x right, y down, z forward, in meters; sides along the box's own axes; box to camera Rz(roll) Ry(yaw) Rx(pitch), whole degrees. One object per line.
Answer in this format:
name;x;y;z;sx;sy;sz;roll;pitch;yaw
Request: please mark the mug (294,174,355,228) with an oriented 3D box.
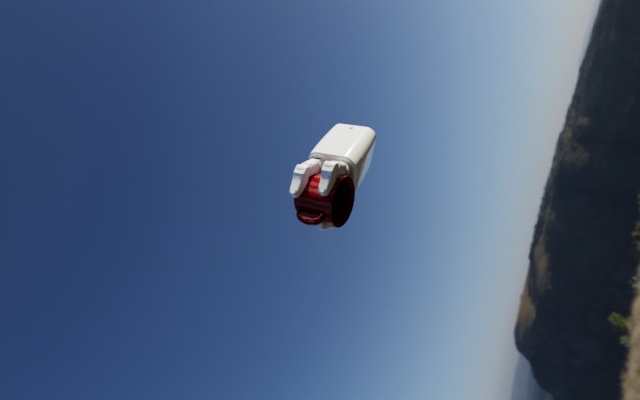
mug;-0.001;0.004;0.853;0.081;0.093;0.117;12;45;28
